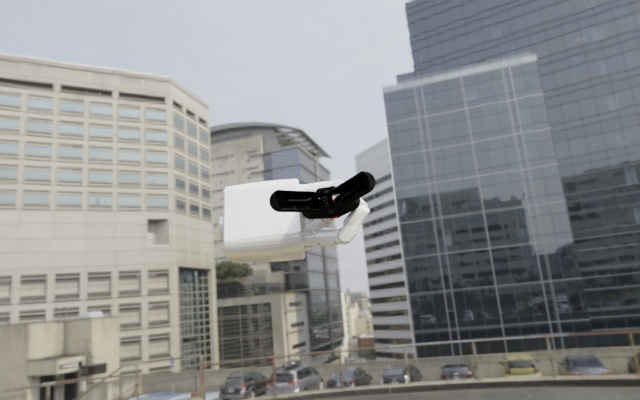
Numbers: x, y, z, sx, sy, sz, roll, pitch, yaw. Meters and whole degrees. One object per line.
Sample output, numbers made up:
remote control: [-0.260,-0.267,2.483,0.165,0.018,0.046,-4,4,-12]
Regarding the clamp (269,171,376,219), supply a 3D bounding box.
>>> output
clamp: [0.000,0.001,0.600,0.120,0.039,0.171,-5,-13,-2]
